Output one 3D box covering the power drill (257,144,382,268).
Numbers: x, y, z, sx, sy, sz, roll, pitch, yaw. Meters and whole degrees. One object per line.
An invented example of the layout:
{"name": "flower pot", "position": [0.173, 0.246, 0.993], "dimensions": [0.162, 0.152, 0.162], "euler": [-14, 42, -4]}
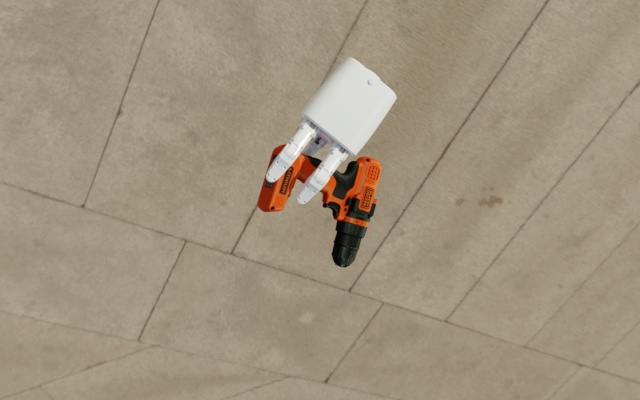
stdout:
{"name": "power drill", "position": [0.000, 0.002, 0.747], "dimensions": [0.188, 0.184, 0.057], "euler": [17, -3, -30]}
